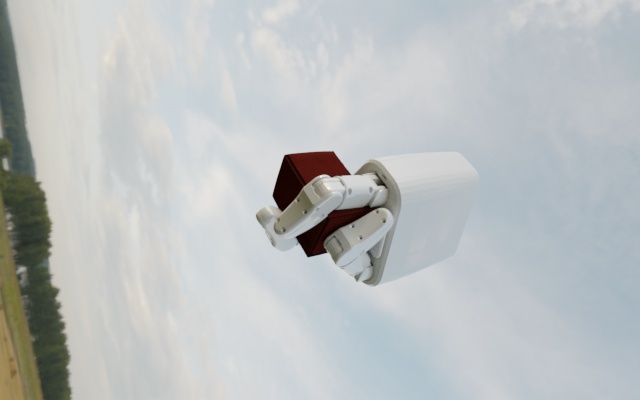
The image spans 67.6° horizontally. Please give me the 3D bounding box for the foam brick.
[{"bbox_3d":[0.000,0.001,0.419,0.051,0.078,0.053,-11,-37,-32],"label":"foam brick"}]
